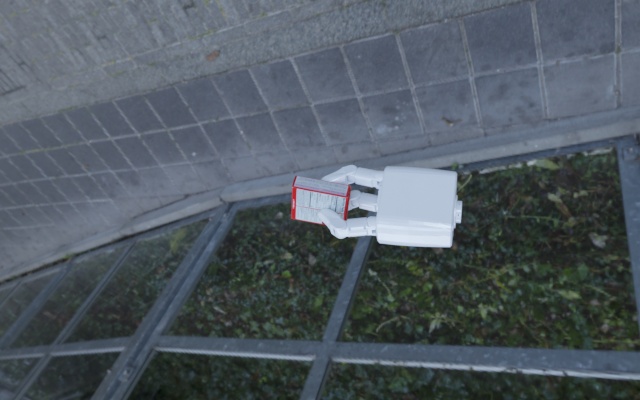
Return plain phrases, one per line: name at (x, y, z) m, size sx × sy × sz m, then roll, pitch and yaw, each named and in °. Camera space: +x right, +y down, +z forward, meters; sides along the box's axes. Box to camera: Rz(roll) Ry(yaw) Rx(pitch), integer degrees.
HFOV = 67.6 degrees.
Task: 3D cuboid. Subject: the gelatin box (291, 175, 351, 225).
gelatin box at (0.000, 0.003, 0.744) m, size 0.089 × 0.030 × 0.073 m, roll 10°, pitch -43°, yaw 5°
